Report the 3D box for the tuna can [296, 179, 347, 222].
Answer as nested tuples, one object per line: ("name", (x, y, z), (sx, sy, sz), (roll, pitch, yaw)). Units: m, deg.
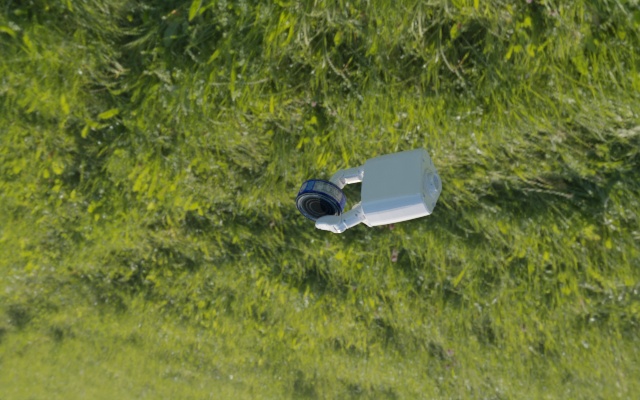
("tuna can", (0.000, 0.003, 0.837), (0.086, 0.033, 0.086), (13, -37, 10))
